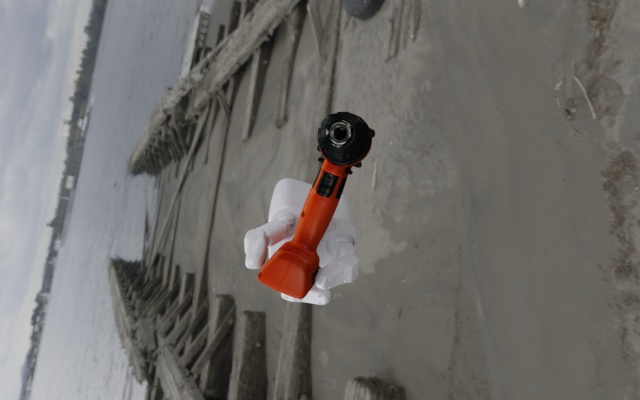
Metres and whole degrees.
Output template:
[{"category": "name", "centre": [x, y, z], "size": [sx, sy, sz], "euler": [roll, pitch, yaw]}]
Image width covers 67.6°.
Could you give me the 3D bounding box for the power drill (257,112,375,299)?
[{"category": "power drill", "centre": [0.000, 0.002, 0.486], "size": [0.057, 0.187, 0.184], "euler": [25, 6, 6]}]
